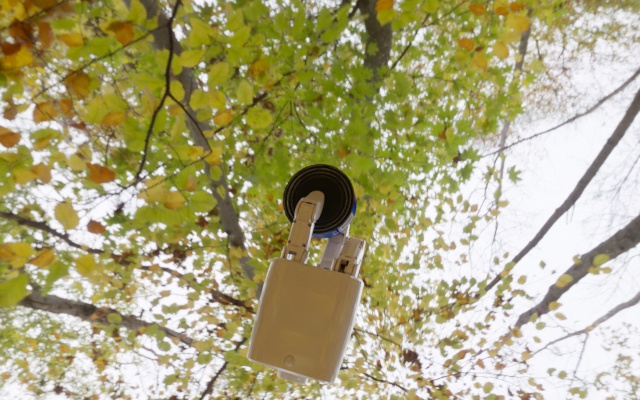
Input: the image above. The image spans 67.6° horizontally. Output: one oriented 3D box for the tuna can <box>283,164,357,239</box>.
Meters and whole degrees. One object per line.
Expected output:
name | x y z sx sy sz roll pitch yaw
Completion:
tuna can | 0.000 0.002 0.573 0.086 0.086 0.034 0 -15 10
